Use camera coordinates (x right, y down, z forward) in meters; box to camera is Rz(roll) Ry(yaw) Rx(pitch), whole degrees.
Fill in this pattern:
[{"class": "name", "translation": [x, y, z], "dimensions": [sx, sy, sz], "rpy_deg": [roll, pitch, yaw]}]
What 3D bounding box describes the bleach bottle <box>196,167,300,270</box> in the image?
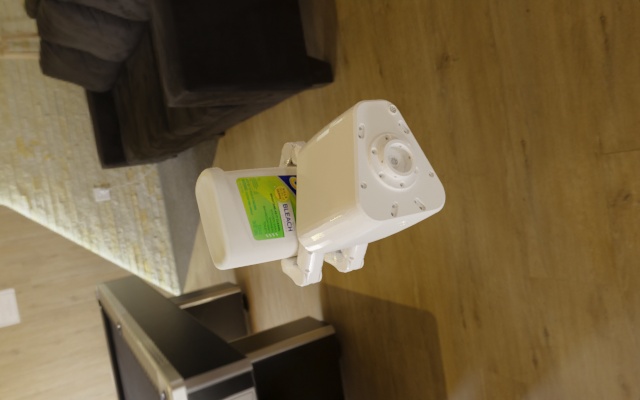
[{"class": "bleach bottle", "translation": [0.000, 0.002, 0.525], "dimensions": [0.251, 0.102, 0.068], "rpy_deg": [-10, -12, -30]}]
